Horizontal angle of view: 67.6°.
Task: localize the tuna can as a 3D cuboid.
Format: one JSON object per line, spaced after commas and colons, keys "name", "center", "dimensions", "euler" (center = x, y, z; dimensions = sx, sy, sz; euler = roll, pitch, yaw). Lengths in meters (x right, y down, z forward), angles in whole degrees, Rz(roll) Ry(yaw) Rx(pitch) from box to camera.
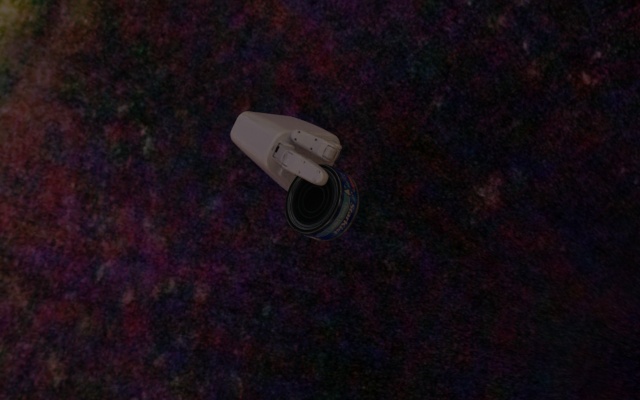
{"name": "tuna can", "center": [0.000, 0.002, 0.548], "dimensions": [0.086, 0.086, 0.034], "euler": [0, -16, 40]}
